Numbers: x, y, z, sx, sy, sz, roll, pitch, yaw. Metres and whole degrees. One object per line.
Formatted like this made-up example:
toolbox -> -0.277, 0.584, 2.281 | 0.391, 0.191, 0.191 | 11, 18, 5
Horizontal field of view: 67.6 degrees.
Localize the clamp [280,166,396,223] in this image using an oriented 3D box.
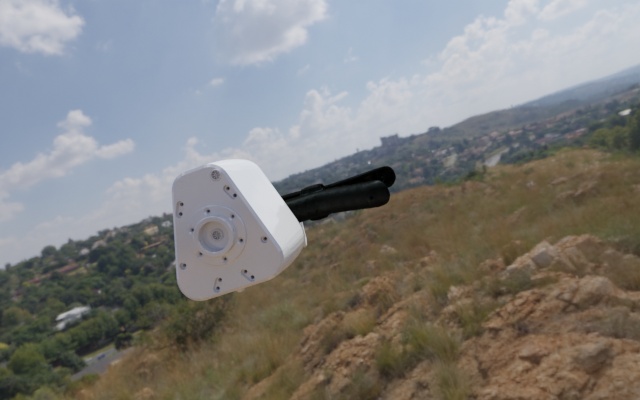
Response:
clamp -> 0.000, 0.001, 0.502 | 0.171, 0.039, 0.120 | -18, 2, 6
